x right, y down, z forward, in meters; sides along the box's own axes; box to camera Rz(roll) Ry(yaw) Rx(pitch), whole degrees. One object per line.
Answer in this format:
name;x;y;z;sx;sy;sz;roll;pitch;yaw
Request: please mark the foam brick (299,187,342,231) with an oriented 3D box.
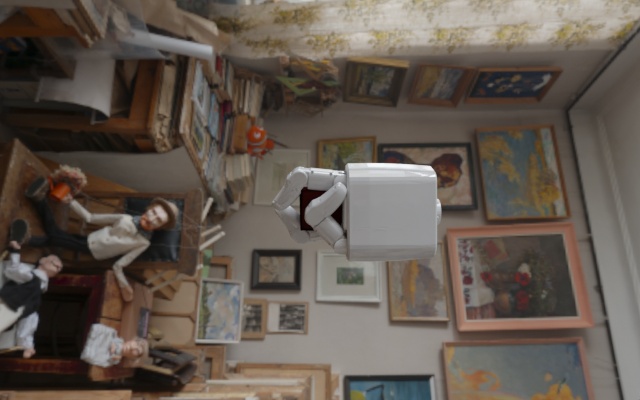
foam brick;0.000;0.002;0.612;0.051;0.053;0.078;-1;19;0
